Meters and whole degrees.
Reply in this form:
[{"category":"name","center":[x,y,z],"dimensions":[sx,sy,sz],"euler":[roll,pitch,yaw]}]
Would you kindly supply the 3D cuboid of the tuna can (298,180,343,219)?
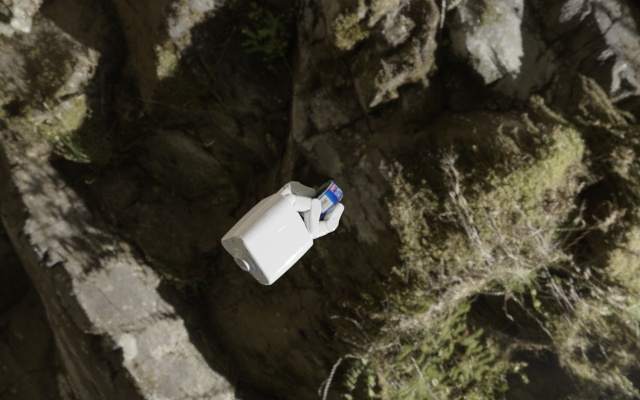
[{"category":"tuna can","center":[0.001,0.003,0.883],"dimensions":[0.086,0.034,0.086],"euler":[-41,9,8]}]
